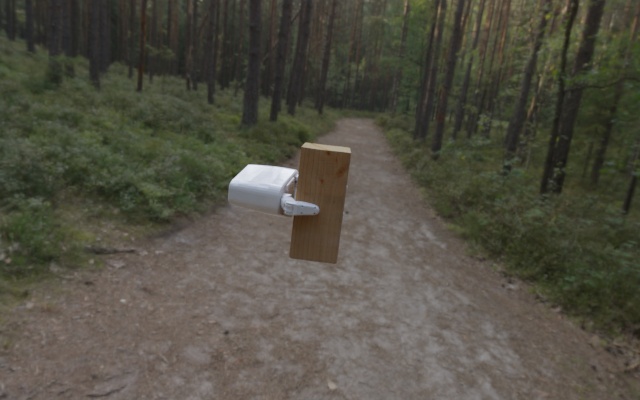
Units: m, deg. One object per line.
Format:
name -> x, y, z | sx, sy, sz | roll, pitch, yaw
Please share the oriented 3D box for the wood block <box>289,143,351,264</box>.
wood block -> 0.000, 0.003, 0.894 | 0.090, 0.206, 0.091 | 7, 12, 2
